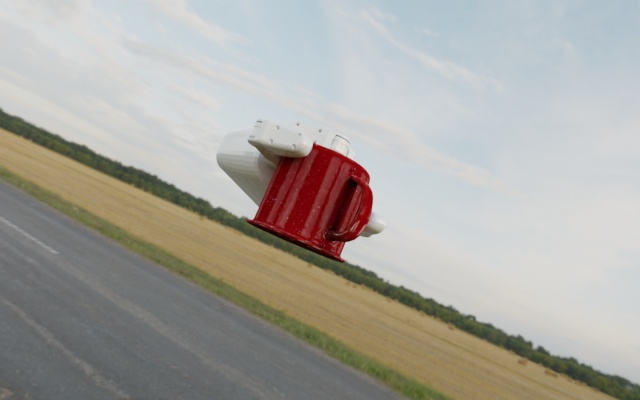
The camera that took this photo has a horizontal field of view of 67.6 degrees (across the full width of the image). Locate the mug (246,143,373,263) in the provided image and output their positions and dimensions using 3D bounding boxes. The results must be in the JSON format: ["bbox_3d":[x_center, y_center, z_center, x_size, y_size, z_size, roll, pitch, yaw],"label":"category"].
[{"bbox_3d":[0.001,0.001,0.412,0.093,0.081,0.117,29,-10,-35],"label":"mug"}]
